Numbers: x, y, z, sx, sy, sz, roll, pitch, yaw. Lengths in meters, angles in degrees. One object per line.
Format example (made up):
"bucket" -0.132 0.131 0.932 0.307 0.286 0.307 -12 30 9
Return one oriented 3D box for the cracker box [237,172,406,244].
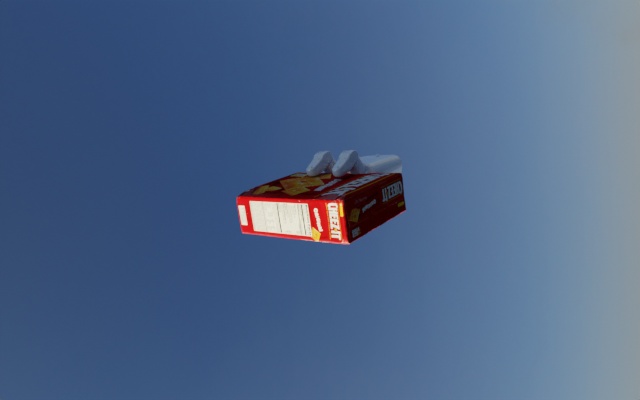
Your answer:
"cracker box" 0.000 0.003 0.753 0.213 0.072 0.164 2 17 39
